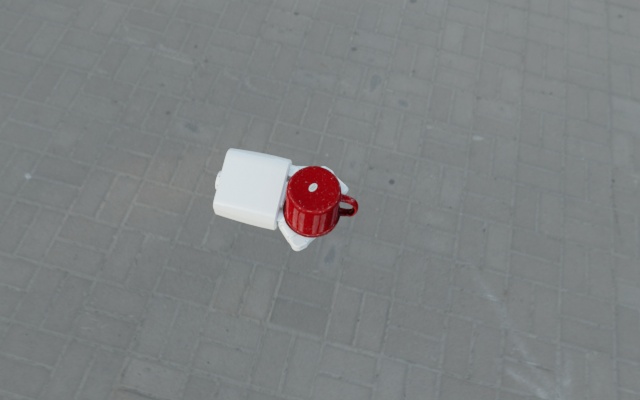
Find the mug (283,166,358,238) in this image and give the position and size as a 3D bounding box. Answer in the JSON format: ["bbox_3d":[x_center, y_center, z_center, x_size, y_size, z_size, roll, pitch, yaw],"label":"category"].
[{"bbox_3d":[0.002,0.003,0.732,0.117,0.093,0.081,12,-26,2],"label":"mug"}]
